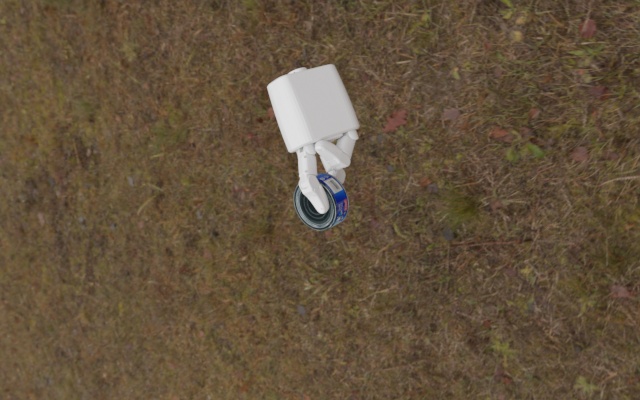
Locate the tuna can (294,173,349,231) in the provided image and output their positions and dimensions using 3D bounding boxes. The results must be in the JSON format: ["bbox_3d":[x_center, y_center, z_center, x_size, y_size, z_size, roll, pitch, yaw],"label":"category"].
[{"bbox_3d":[0.000,0.003,0.737,0.086,0.086,0.033,0,18,40],"label":"tuna can"}]
